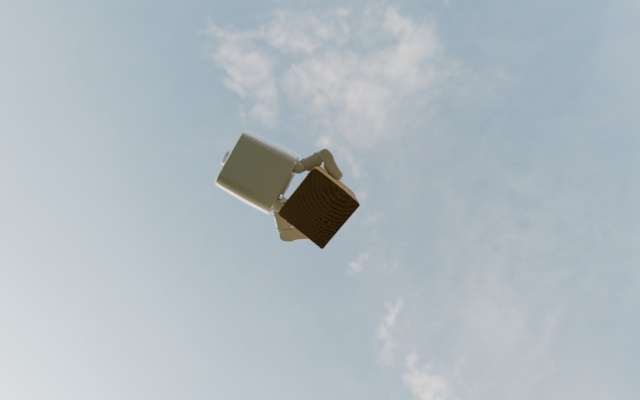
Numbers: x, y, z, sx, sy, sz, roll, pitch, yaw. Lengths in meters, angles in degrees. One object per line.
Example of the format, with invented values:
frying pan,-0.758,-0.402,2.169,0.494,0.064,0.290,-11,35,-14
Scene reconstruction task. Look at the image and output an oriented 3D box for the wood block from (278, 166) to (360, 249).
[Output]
wood block,0.000,0.002,0.802,0.090,0.091,0.206,39,6,-3
